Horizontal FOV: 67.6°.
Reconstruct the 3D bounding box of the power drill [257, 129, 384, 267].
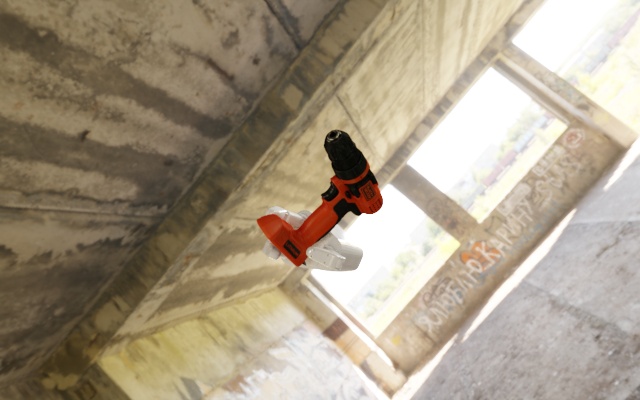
[{"bbox_3d":[0.000,0.003,0.719,0.057,0.187,0.184,50,-3,44],"label":"power drill"}]
